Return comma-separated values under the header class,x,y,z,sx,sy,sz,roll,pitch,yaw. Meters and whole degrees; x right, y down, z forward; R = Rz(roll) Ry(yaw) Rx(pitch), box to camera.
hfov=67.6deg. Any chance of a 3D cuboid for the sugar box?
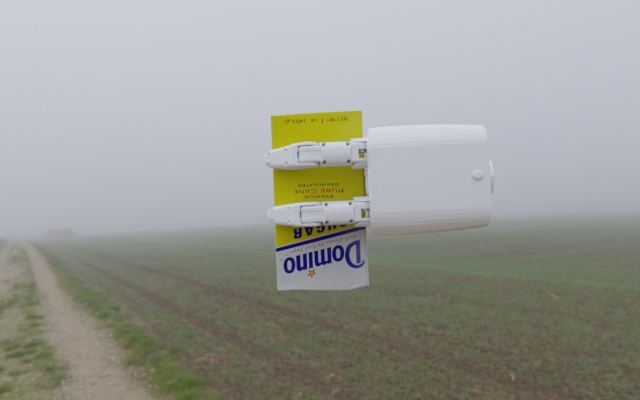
class,x,y,z,sx,sy,sz,roll,pitch,yaw
sugar box,0.000,0.001,0.485,0.093,0.176,0.048,-3,-2,5
